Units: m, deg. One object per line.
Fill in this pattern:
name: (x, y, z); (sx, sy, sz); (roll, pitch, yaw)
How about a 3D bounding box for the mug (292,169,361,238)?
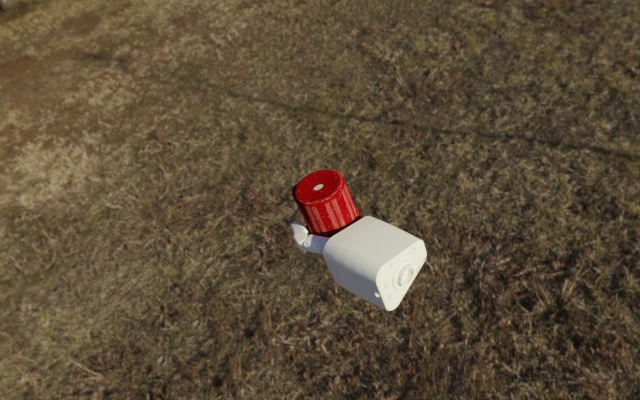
mug: (-0.001, 0.002, 0.759); (0.117, 0.082, 0.093); (21, 56, 41)
